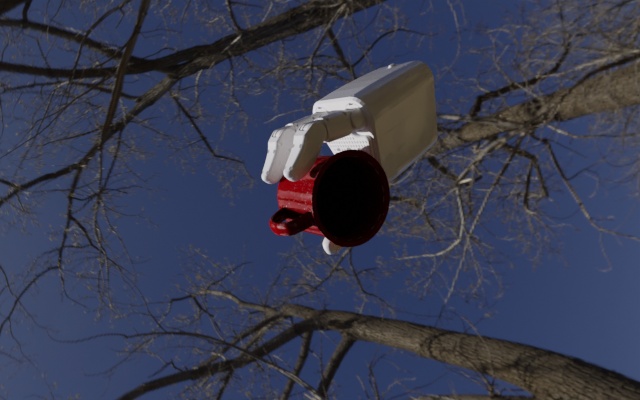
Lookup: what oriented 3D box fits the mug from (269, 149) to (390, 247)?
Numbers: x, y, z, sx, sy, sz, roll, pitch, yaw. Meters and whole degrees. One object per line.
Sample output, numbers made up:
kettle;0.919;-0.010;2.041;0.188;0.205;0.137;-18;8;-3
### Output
mug;-0.001;0.002;0.478;0.117;0.093;0.081;-34;22;-27
